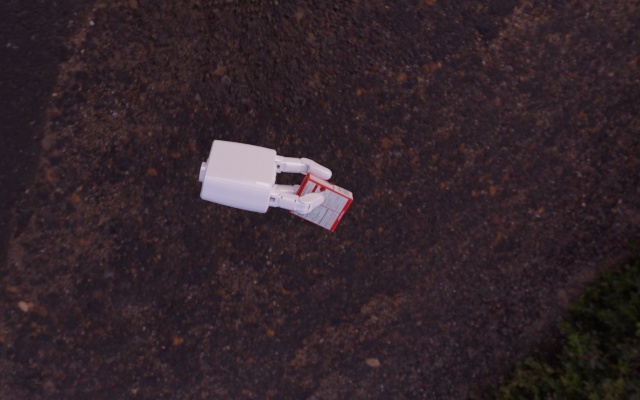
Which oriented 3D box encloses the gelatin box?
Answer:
[{"bbox_3d":[0.000,0.003,0.824,0.089,0.073,0.030,25,24,-12],"label":"gelatin box"}]
